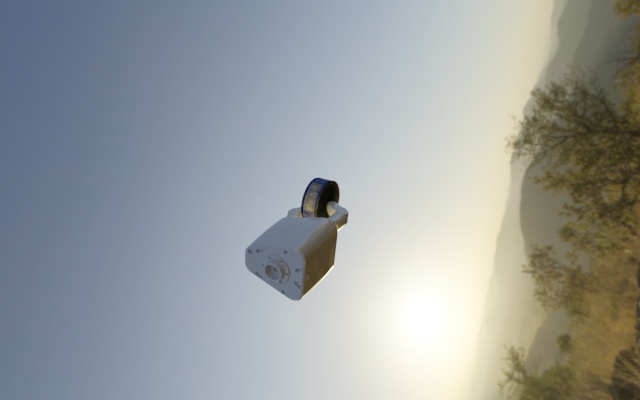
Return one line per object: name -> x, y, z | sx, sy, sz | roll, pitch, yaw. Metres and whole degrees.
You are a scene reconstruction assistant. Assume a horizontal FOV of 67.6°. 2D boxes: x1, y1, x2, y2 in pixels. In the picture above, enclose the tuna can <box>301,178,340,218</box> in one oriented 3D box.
tuna can -> 0.000, 0.003, 0.853 | 0.033, 0.086, 0.086 | 15, 7, 26
